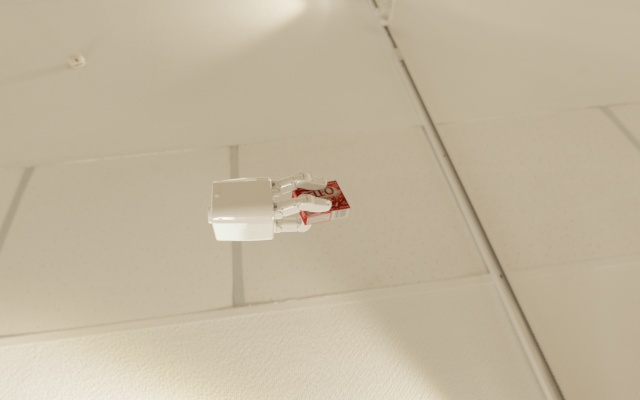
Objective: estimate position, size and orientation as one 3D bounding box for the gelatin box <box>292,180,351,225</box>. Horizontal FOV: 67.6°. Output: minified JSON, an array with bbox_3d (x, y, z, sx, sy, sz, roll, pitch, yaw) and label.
[{"bbox_3d":[0.000,0.003,0.872,0.089,0.073,0.030,-10,-41,-20],"label":"gelatin box"}]
